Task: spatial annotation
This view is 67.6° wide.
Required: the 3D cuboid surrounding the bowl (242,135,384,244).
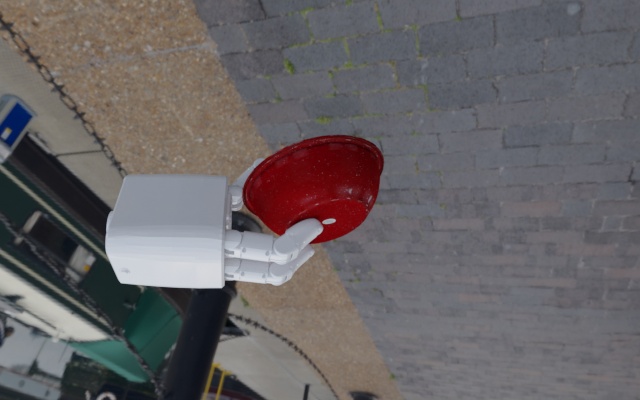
[{"bbox_3d":[0.001,0.002,0.516,0.162,0.055,0.162,-14,-30,-8],"label":"bowl"}]
